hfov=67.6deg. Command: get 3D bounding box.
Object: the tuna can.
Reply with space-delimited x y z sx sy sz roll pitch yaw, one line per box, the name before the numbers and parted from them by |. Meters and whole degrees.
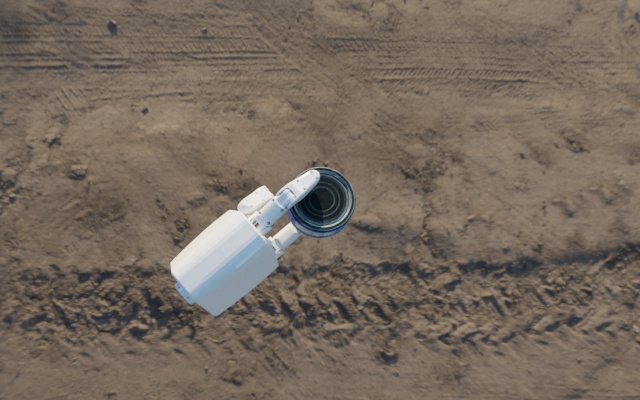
tuna can | 0.000 0.002 0.599 0.086 0.086 0.034 0 -17 -7
